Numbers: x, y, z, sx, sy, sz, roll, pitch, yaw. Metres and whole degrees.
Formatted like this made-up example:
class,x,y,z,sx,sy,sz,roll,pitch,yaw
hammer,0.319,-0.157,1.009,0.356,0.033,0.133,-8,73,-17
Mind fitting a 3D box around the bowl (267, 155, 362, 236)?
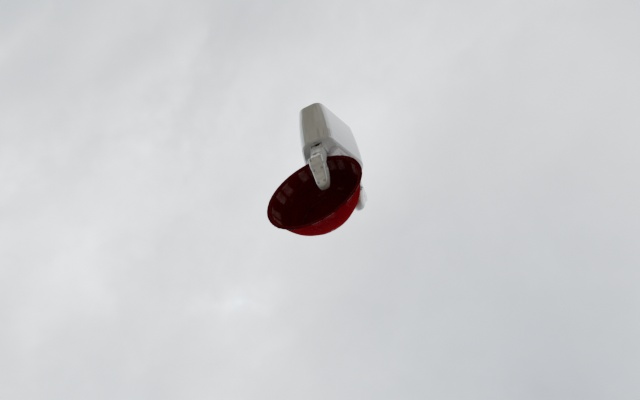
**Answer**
class,x,y,z,sx,sy,sz,roll,pitch,yaw
bowl,0.000,0.004,0.734,0.162,0.055,0.162,-22,34,16
